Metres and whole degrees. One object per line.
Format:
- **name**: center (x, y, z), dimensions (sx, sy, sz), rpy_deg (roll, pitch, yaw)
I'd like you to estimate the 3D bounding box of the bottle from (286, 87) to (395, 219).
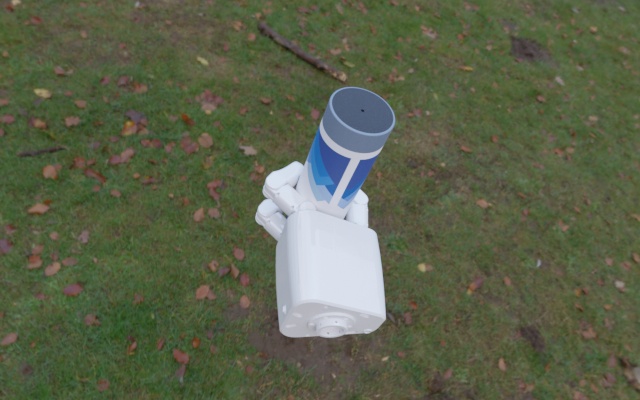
- **bottle**: center (0.000, 0.002, 0.564), dimensions (0.069, 0.069, 0.296), rpy_deg (0, -36, -20)
